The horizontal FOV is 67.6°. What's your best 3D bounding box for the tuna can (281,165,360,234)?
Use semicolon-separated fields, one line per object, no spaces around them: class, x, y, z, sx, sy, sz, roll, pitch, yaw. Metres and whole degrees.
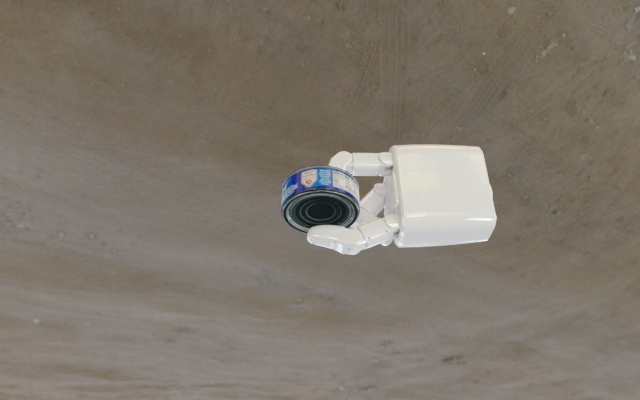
tuna can;0.000;0.002;0.518;0.086;0.033;0.086;0;-37;0
